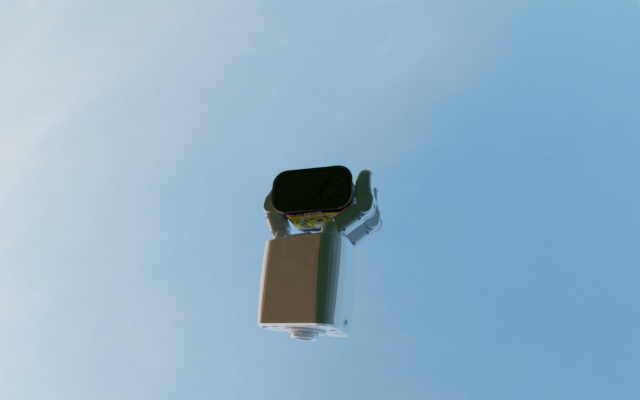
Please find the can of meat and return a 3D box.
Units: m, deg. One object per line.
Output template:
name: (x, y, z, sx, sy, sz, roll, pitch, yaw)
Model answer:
can of meat: (0.000, 0.002, 0.611, 0.102, 0.057, 0.084, -5, -25, 16)
